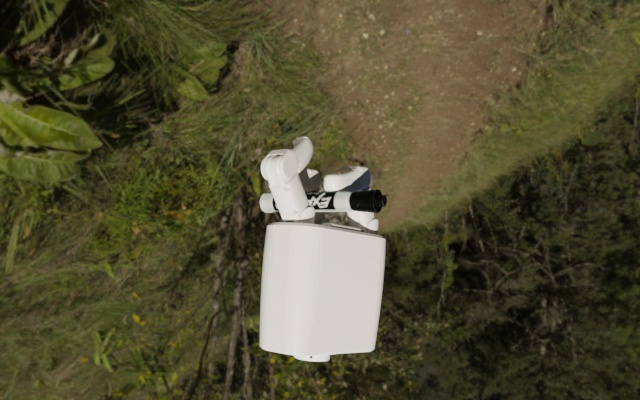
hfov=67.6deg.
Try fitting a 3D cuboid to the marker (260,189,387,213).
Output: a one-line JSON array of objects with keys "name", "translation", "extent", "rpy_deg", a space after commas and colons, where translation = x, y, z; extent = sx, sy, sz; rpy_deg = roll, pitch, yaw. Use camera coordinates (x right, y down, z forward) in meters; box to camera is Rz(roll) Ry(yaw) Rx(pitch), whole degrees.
[{"name": "marker", "translation": [0.000, 0.001, 0.409], "extent": [0.121, 0.020, 0.020], "rpy_deg": [-1, -1, 33]}]
